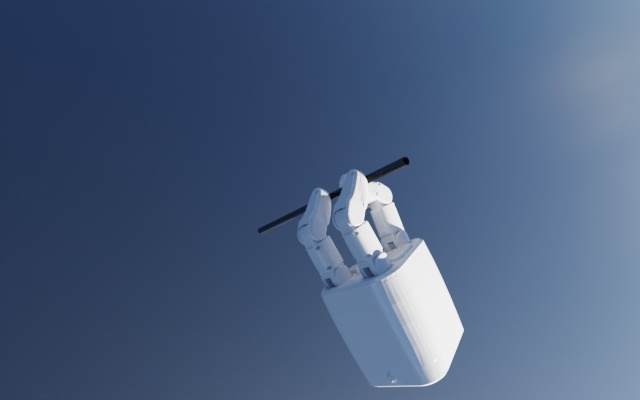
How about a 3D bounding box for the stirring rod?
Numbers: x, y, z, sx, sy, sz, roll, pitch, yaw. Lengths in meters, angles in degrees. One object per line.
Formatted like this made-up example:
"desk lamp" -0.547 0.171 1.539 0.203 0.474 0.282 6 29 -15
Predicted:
"stirring rod" 0.000 0.002 0.498 0.011 0.011 0.239 0 -17 -40
